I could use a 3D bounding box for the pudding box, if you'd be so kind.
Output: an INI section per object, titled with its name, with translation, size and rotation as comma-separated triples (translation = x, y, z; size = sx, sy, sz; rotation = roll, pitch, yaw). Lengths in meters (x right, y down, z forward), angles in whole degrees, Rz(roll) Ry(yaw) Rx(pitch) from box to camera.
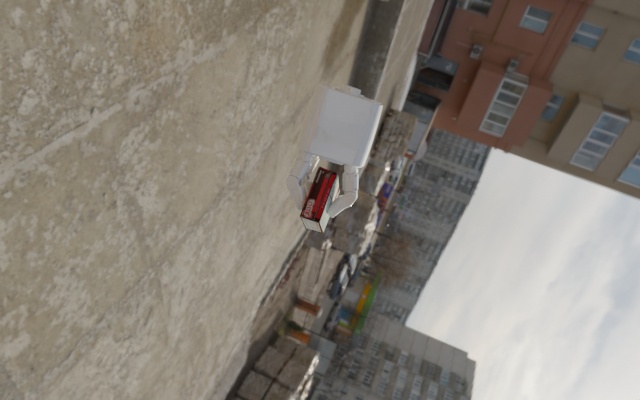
[pudding box]
translation = 0.000, 0.003, 0.813
size = 0.039, 0.090, 0.113
rotation = 20, -12, 10
